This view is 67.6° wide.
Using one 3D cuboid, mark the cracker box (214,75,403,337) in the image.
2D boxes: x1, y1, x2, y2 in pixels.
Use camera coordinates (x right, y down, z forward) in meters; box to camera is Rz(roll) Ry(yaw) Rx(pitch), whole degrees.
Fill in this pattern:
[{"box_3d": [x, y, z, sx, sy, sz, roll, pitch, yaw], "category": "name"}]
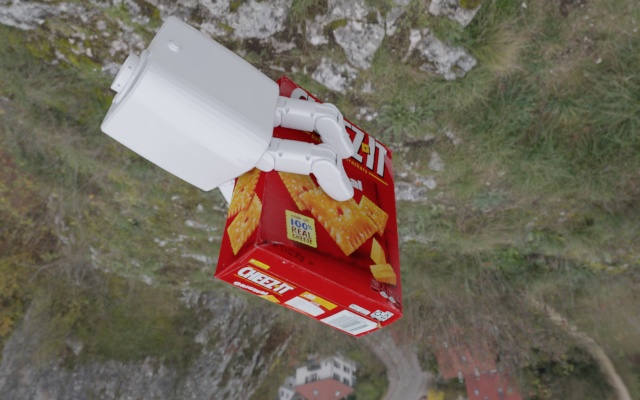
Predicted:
[{"box_3d": [0.000, 0.002, 0.467, 0.164, 0.213, 0.072, 30, -46, -29], "category": "cracker box"}]
